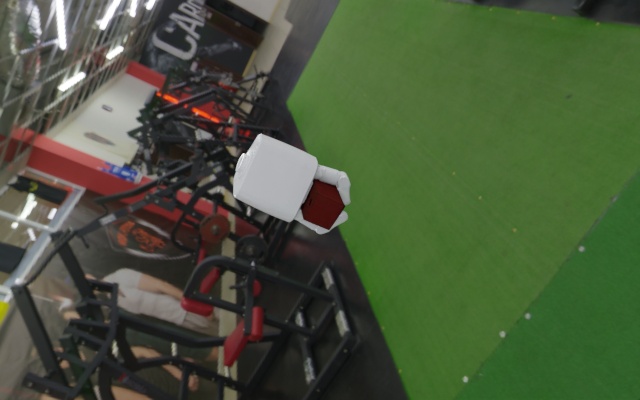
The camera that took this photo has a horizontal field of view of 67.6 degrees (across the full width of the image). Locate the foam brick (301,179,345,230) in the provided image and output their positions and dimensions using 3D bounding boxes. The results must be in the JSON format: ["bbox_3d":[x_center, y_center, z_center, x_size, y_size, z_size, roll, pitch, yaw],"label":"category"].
[{"bbox_3d":[0.000,0.003,0.796,0.051,0.053,0.078,24,20,-20],"label":"foam brick"}]
